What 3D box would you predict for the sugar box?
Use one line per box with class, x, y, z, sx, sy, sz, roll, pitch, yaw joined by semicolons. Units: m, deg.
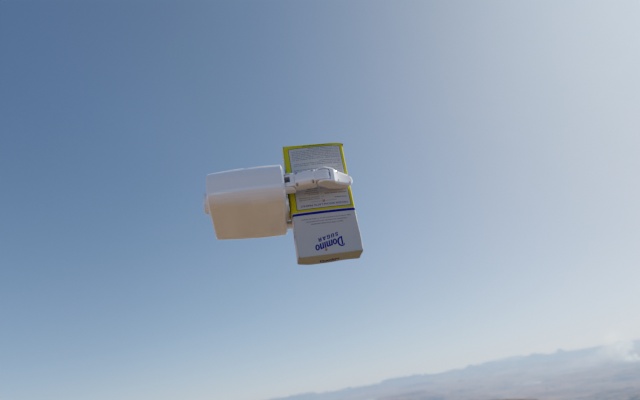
sugar box;0.000;0.002;0.697;0.093;0.176;0.048;-6;-22;-7
